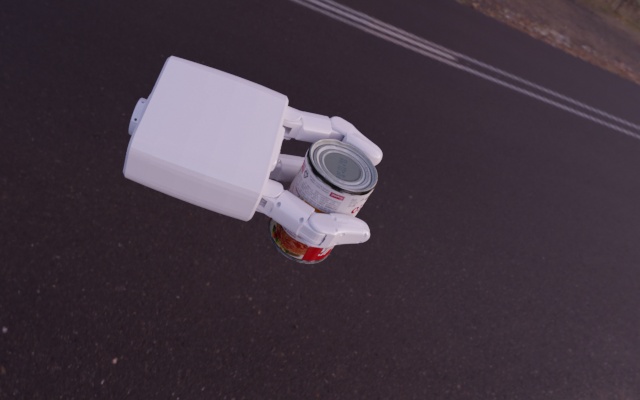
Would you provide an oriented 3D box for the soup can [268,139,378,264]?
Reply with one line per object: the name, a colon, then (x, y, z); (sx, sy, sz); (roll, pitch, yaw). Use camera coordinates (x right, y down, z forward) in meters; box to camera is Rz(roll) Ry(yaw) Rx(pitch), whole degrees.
soup can: (0.001, 0.001, 0.439); (0.068, 0.068, 0.102); (0, -41, -32)
